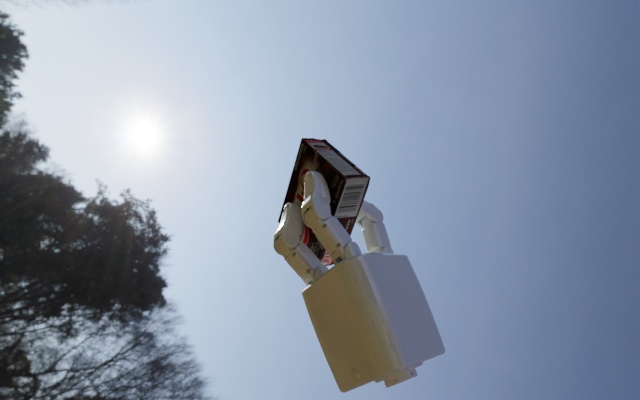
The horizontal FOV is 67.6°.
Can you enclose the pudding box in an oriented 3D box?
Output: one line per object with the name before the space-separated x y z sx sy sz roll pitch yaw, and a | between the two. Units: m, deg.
pudding box | 0.000 0.002 0.519 0.039 0.113 0.090 -2 33 -38
